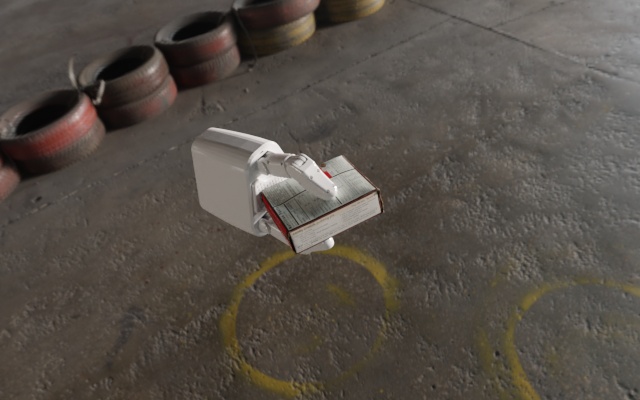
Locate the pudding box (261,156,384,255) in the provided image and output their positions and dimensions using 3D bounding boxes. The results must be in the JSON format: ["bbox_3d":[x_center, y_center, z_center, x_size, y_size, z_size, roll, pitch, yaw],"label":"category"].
[{"bbox_3d":[0.000,0.002,0.538,0.113,0.039,0.090,-26,40,-11],"label":"pudding box"}]
